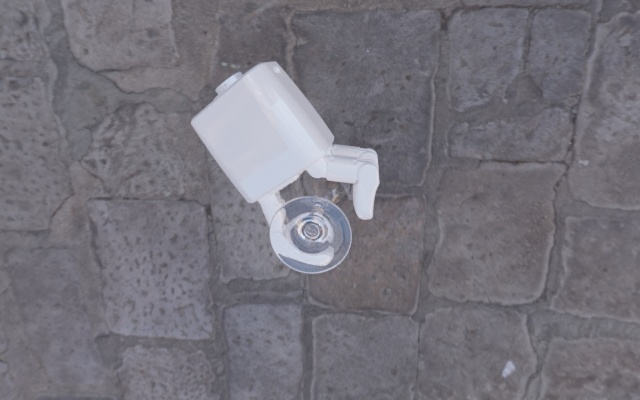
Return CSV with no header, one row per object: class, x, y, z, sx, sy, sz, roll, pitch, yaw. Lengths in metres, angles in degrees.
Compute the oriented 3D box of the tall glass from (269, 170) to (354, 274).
tall glass,0.000,0.002,0.517,0.079,0.079,0.201,0,17,6
